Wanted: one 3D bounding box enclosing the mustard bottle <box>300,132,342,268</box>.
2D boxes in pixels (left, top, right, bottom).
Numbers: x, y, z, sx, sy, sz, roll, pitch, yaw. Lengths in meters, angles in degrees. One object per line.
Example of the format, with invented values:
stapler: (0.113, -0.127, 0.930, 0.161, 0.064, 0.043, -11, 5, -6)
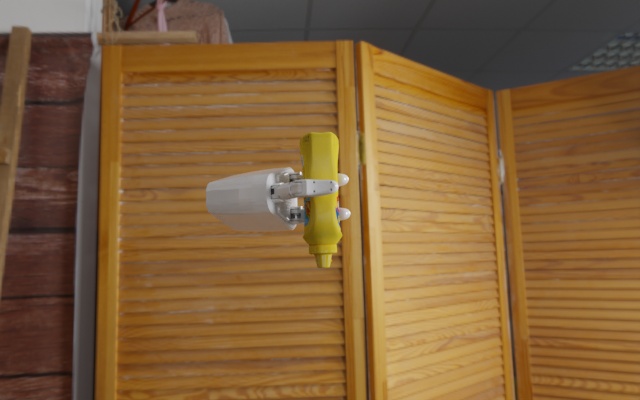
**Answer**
mustard bottle: (0.000, 0.002, 0.701, 0.058, 0.191, 0.096, -1, -7, -6)
